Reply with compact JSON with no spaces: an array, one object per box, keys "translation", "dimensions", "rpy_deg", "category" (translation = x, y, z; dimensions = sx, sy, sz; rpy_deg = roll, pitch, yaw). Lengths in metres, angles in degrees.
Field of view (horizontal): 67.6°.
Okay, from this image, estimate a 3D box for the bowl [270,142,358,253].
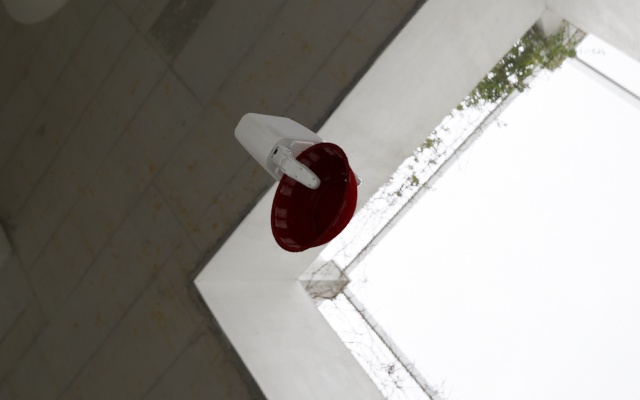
[{"translation":[0.001,0.003,0.671],"dimensions":[0.055,0.162,0.162],"rpy_deg":[25,-16,-36],"category":"bowl"}]
